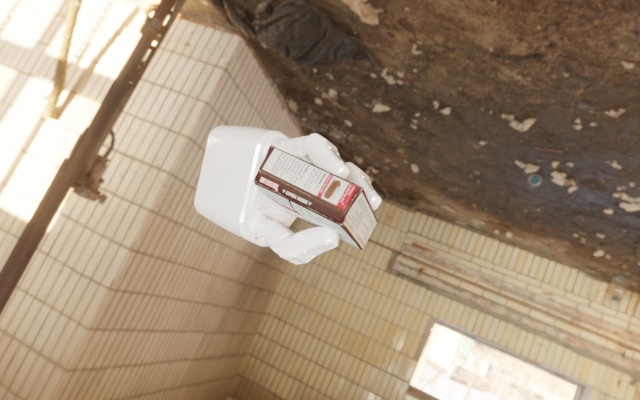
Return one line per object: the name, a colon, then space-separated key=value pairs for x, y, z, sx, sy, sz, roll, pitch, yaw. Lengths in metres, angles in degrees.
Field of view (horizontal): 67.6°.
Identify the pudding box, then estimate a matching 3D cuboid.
pudding box: x=0.000 y=0.002 z=0.432 sx=0.090 sy=0.039 sz=0.113 roll=25 pitch=-7 yaw=18
